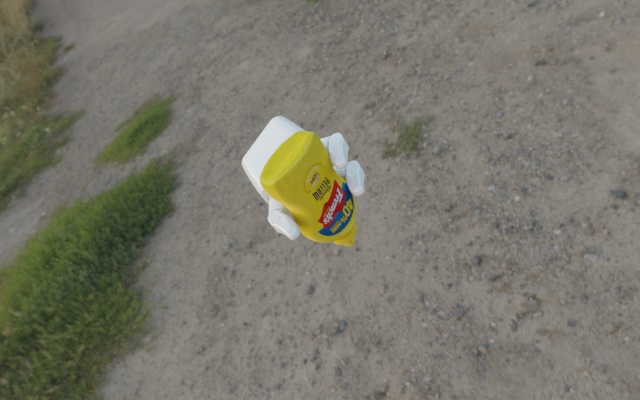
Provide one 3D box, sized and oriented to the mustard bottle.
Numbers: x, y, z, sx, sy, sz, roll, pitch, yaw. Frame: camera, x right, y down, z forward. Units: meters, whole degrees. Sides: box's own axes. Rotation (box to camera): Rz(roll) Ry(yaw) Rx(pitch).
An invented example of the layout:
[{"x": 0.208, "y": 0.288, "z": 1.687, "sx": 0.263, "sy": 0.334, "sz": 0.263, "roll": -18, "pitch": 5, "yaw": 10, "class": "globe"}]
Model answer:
[{"x": 0.000, "y": 0.002, "z": 0.661, "sx": 0.058, "sy": 0.096, "sz": 0.192, "roll": 13, "pitch": -31, "yaw": 43, "class": "mustard bottle"}]
